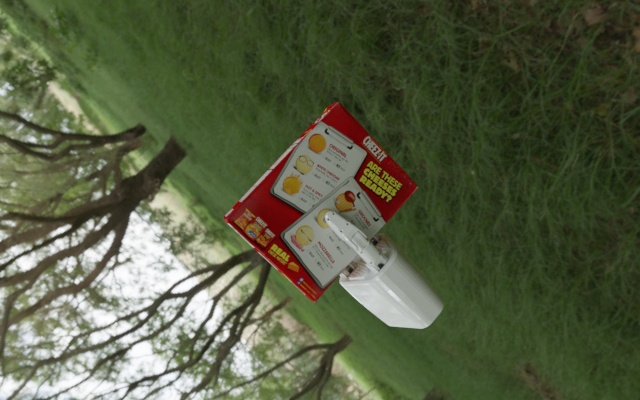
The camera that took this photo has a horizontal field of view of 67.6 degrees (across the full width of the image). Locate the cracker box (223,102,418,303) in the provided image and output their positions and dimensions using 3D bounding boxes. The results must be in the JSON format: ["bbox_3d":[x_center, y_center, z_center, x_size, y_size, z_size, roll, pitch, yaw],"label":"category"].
[{"bbox_3d":[0.000,0.002,0.652,0.164,0.213,0.072,45,-9,-13],"label":"cracker box"}]
